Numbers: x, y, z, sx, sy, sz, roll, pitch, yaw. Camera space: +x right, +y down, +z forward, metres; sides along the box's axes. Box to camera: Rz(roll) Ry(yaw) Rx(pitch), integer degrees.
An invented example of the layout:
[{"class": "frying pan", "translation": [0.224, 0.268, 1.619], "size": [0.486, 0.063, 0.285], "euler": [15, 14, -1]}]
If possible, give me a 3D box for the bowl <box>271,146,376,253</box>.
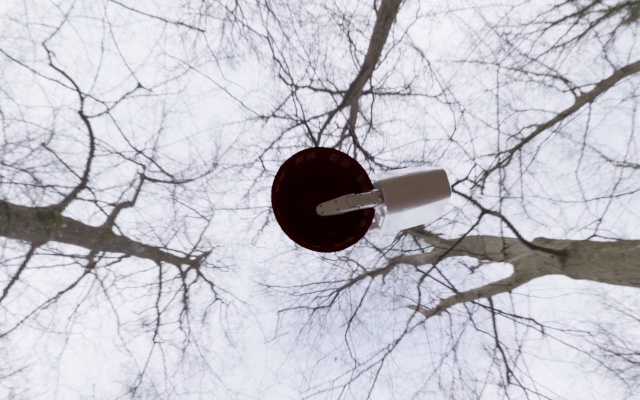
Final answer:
[{"class": "bowl", "translation": [-0.001, 0.002, 0.730], "size": [0.162, 0.162, 0.055], "euler": [0, -12, -15]}]
